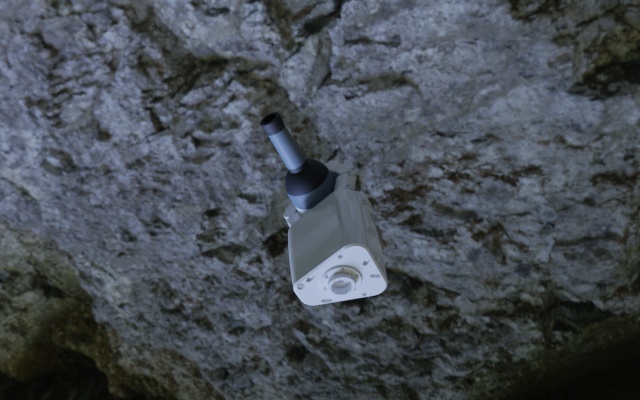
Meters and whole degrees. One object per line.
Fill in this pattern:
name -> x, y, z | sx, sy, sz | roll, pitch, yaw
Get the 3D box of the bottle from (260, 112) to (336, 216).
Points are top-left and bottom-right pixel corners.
bottle -> 0.000, 0.002, 0.675 | 0.069, 0.296, 0.069 | -21, 35, 16
